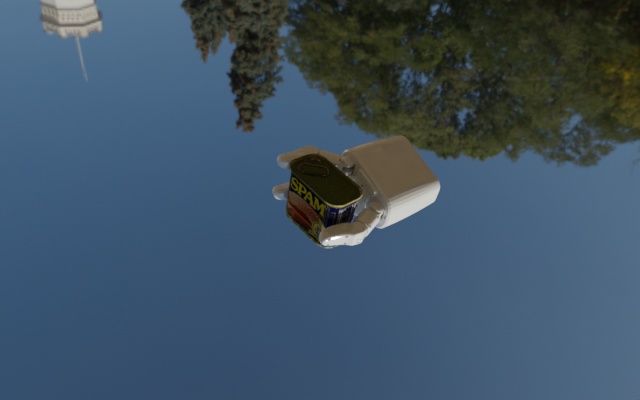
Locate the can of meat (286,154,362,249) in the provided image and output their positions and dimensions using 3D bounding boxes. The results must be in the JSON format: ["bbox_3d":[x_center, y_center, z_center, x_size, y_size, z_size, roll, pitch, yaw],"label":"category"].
[{"bbox_3d":[0.000,0.002,0.631,0.057,0.084,0.102,-25,53,-34],"label":"can of meat"}]
